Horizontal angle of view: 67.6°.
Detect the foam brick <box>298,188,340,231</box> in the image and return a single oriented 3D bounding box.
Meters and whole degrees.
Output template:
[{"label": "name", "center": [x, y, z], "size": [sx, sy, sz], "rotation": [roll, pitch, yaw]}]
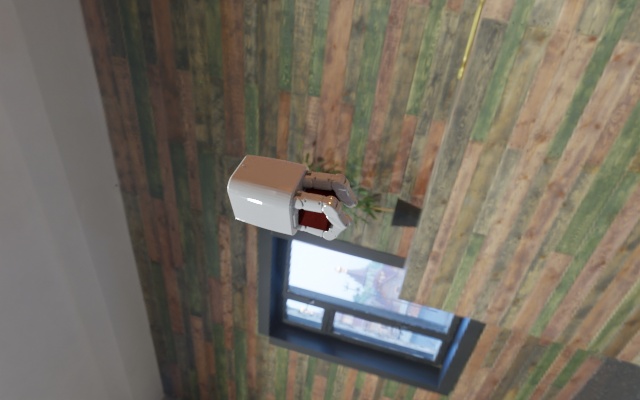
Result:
[{"label": "foam brick", "center": [0.000, 0.002, 0.783], "size": [0.051, 0.053, 0.078], "rotation": [13, 40, 10]}]
